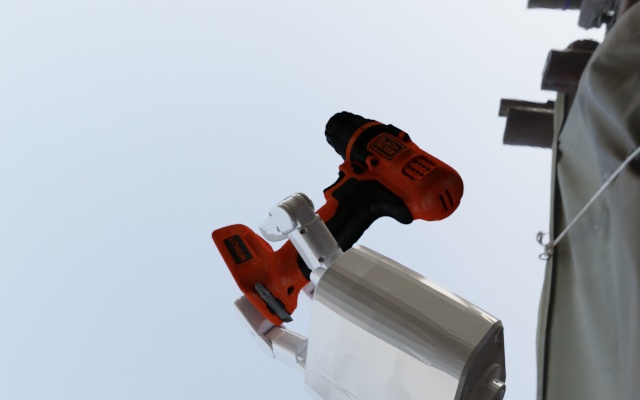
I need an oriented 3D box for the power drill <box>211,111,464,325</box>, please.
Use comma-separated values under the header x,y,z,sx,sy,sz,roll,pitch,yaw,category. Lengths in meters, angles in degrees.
x,y,z,sx,sy,sz,roll,pitch,yaw,category
0.000,0.002,0.411,0.187,0.057,0.184,-39,35,-5,power drill
